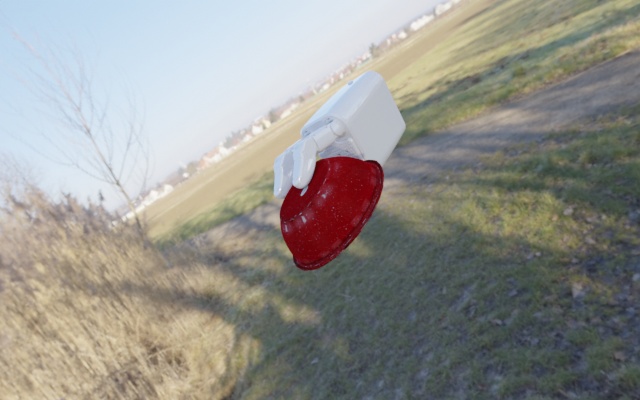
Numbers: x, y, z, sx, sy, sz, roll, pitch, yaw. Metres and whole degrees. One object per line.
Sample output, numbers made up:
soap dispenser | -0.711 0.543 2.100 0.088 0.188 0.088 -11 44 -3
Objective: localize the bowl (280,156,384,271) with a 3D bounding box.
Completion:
bowl | -0.001 0.003 0.574 0.055 0.162 0.162 37 -16 -22
